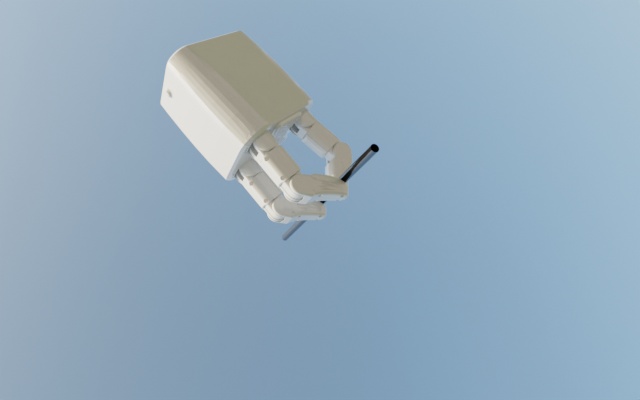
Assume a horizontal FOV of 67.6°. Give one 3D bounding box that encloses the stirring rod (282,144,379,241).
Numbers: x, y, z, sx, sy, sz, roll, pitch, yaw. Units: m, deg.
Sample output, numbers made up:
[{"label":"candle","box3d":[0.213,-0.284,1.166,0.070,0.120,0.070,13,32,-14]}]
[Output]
[{"label":"stirring rod","box3d":[0.000,0.002,0.496,0.011,0.011,0.240,0,-22,-24]}]
